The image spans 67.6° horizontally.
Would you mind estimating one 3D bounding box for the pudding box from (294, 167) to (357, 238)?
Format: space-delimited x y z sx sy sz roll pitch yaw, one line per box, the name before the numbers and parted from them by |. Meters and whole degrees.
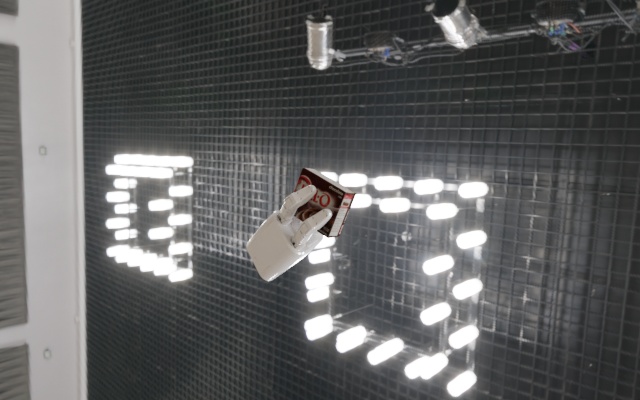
pudding box | 0.000 0.003 0.858 0.113 0.090 0.039 31 19 34
